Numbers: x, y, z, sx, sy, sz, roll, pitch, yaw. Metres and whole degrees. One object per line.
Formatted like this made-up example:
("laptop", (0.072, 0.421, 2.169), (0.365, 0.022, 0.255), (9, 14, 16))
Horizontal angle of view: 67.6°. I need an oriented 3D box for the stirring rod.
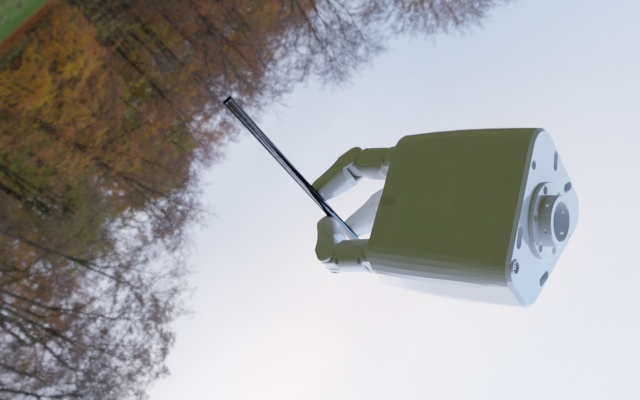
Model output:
("stirring rod", (0.000, 0.001, 0.415), (0.011, 0.011, 0.240), (0, -39, 47))
